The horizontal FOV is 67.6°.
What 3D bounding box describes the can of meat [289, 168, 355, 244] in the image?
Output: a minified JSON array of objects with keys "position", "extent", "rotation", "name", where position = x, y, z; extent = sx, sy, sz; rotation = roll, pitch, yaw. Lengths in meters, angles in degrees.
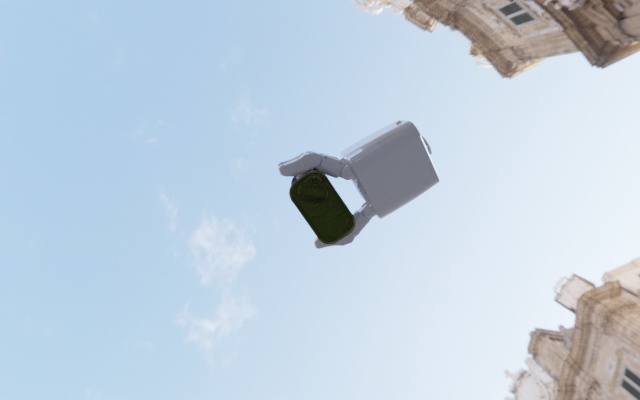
[{"position":[0.000,0.002,0.680],"extent":[0.057,0.102,0.084],"rotation":[-34,12,3],"name":"can of meat"}]
